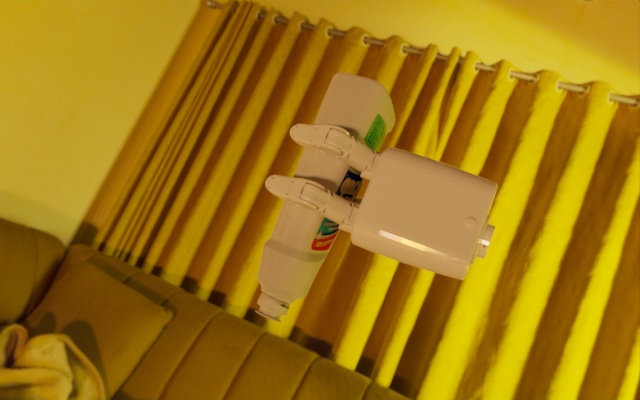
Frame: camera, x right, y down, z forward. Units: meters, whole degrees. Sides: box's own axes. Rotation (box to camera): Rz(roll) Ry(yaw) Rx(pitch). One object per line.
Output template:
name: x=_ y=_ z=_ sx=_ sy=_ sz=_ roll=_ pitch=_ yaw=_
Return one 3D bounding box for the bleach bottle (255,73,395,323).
bleach bottle: x=0.000 y=0.002 z=0.491 sx=0.068 sy=0.250 sz=0.102 roll=20 pitch=-11 yaw=19
